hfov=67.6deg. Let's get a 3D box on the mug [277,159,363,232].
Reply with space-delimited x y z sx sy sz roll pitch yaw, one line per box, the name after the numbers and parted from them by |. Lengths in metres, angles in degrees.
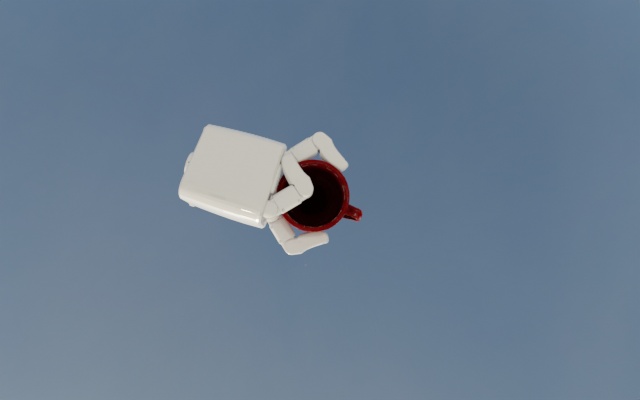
0.001 0.002 0.643 0.117 0.093 0.081 17 -8 -1 | mug
